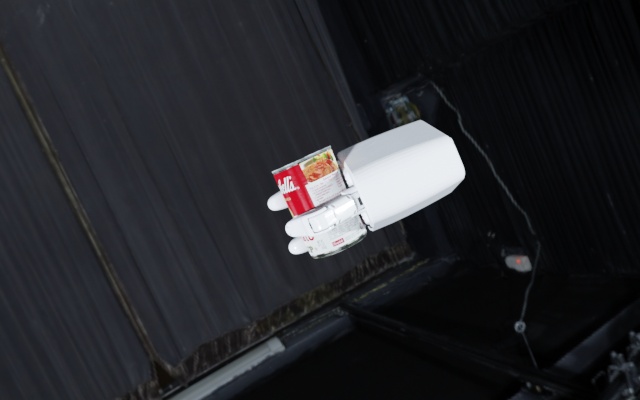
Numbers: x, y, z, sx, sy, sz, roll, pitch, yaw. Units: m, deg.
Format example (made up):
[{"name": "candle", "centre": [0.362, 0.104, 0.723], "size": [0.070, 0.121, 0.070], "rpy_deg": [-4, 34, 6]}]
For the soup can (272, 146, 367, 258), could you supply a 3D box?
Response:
[{"name": "soup can", "centre": [0.000, 0.002, 0.509], "size": [0.068, 0.102, 0.068], "rpy_deg": [-24, 6, 3]}]
